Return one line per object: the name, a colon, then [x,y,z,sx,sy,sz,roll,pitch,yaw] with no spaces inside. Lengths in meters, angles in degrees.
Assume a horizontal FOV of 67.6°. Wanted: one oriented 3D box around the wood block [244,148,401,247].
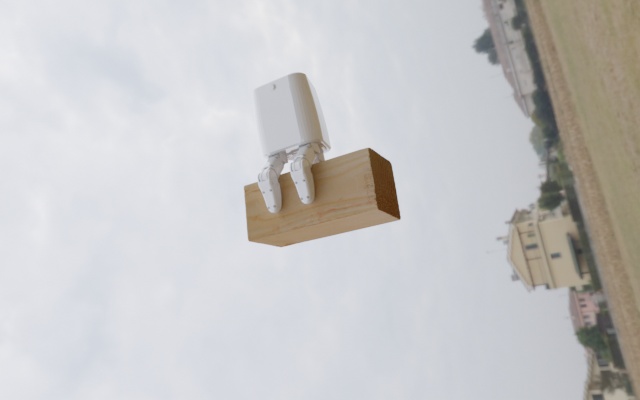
wood block: [0.000,0.002,0.698,0.206,0.090,0.091,-15,-17,26]
